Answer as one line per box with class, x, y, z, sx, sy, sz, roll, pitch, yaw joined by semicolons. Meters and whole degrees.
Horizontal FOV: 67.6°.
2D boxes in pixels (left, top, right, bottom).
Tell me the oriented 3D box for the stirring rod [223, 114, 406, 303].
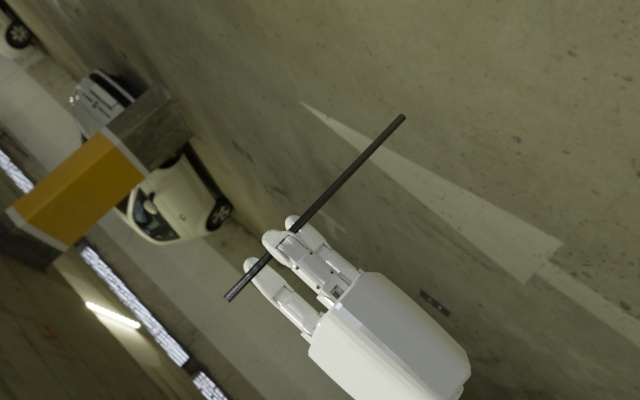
stirring rod;0.000;0.001;0.440;0.239;0.011;0.011;-46;14;-14
